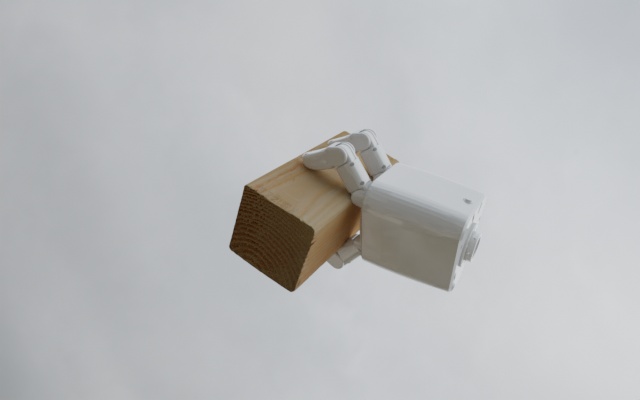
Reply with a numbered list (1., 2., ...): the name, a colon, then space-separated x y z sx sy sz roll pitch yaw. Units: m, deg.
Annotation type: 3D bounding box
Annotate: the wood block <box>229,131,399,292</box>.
1. wood block: 0.000 0.002 0.557 0.090 0.091 0.206 32 35 17
